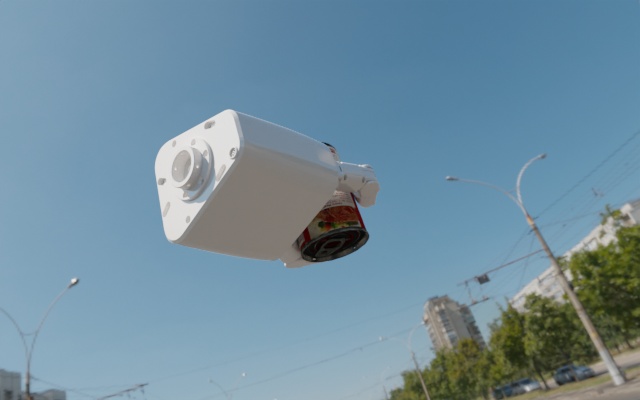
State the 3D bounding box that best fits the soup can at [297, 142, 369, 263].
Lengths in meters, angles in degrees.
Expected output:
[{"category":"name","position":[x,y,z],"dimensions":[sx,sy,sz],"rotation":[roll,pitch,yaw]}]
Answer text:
[{"category":"soup can","position":[0.000,0.001,0.477],"dimensions":[0.068,0.102,0.068],"rotation":[-15,-27,-8]}]
